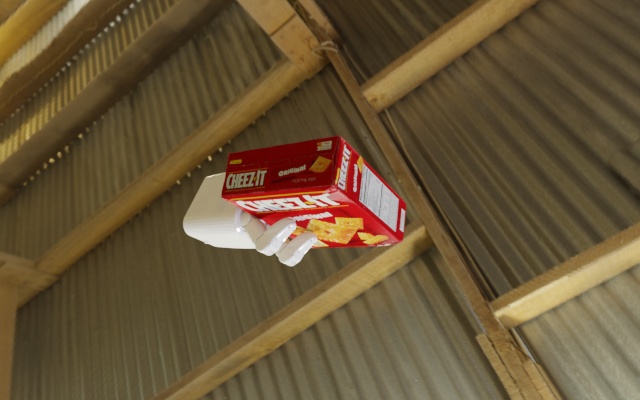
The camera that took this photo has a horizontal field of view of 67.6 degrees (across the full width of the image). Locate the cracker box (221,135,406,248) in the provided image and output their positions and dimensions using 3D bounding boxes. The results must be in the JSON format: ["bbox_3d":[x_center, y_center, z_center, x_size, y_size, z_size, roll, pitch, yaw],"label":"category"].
[{"bbox_3d":[0.000,0.002,0.640,0.164,0.072,0.214,-6,-24,30],"label":"cracker box"}]
